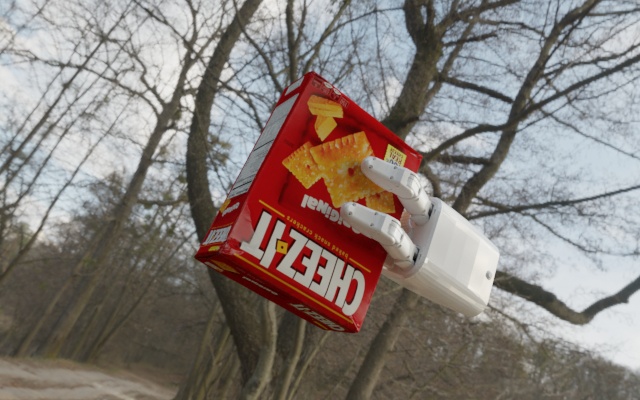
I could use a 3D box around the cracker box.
[{"bbox_3d":[0.000,0.001,0.488,0.164,0.213,0.072,34,-26,-22],"label":"cracker box"}]
